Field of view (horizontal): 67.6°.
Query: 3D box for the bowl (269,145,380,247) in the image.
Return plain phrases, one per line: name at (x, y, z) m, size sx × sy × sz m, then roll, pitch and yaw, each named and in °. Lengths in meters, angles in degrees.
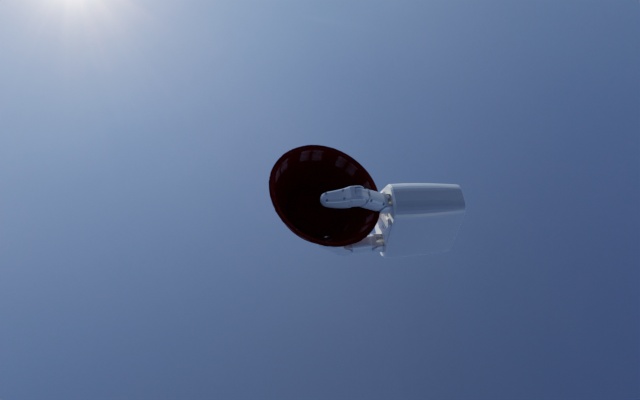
bowl at (-0.001, 0.002, 0.671) m, size 0.162 × 0.162 × 0.055 m, roll 0°, pitch -30°, yaw -22°
